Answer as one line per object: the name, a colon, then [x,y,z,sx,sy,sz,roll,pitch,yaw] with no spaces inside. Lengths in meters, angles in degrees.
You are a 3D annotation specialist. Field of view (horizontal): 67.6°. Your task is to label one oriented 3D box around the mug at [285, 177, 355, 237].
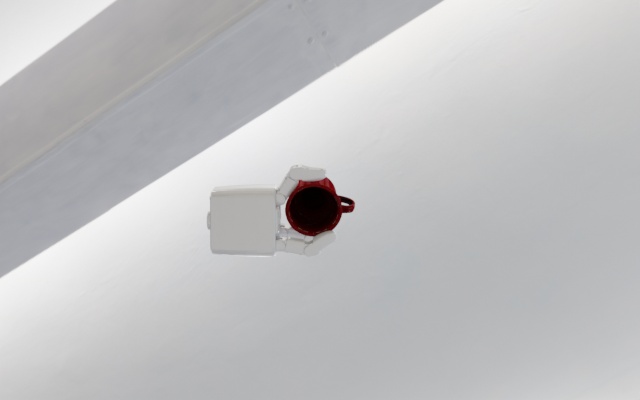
mug: [0.002,0.003,0.808,0.117,0.093,0.081,1,21,-2]
